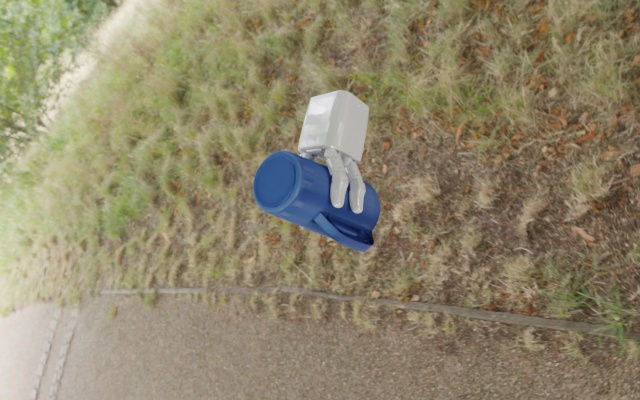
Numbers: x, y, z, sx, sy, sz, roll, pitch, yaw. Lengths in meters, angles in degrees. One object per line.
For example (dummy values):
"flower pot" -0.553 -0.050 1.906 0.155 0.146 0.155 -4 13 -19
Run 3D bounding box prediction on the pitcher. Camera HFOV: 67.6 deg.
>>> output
"pitcher" 0.000 0.003 0.867 0.149 0.145 0.243 5 -10 38
